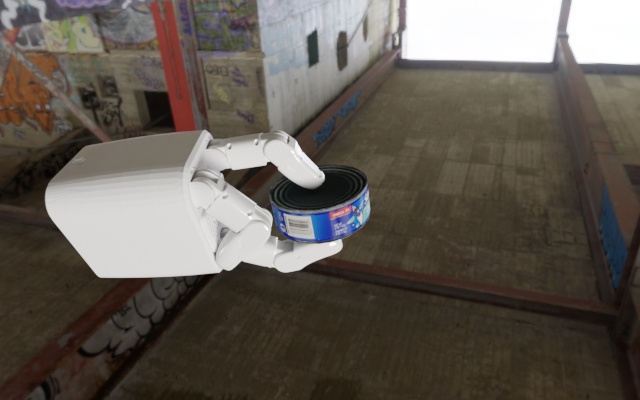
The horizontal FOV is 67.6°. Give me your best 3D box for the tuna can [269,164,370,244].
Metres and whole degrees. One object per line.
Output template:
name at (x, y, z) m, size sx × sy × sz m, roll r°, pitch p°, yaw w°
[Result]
tuna can at (0.000, 0.002, 0.417) m, size 0.086 × 0.034 × 0.086 m, roll -7°, pitch 28°, yaw 4°
